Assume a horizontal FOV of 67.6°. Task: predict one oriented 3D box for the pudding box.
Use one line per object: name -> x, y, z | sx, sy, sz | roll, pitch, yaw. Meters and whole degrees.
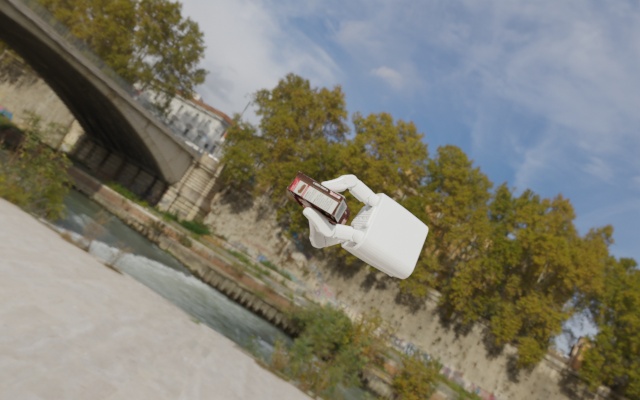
pudding box -> 0.000, 0.002, 0.792 | 0.090, 0.039, 0.113 | 30, -10, 15
